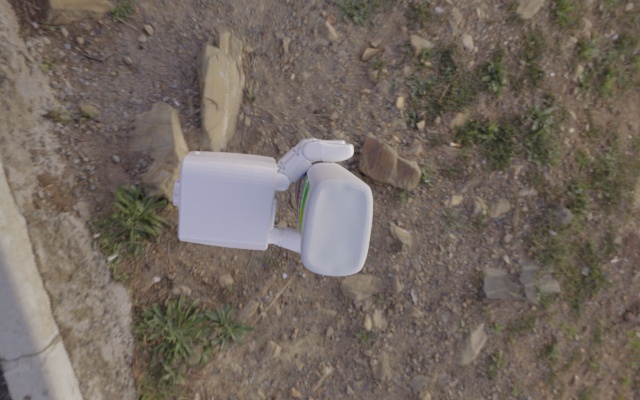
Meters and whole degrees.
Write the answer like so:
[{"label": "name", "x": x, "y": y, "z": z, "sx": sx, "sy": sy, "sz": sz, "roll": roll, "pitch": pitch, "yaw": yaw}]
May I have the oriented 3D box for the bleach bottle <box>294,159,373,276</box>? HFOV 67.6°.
[{"label": "bleach bottle", "x": 0.000, "y": 0.002, "z": 0.581, "sx": 0.068, "sy": 0.102, "sz": 0.250, "roll": 6, "pitch": 10, "yaw": -9}]
